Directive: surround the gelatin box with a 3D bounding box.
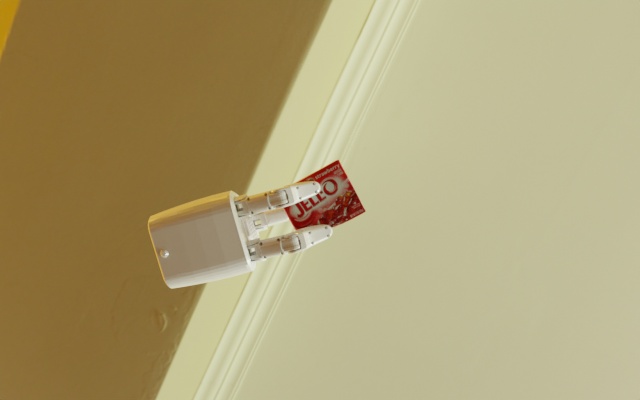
[{"bbox_3d":[0.000,0.002,0.592,0.089,0.073,0.030,-28,5,-1],"label":"gelatin box"}]
